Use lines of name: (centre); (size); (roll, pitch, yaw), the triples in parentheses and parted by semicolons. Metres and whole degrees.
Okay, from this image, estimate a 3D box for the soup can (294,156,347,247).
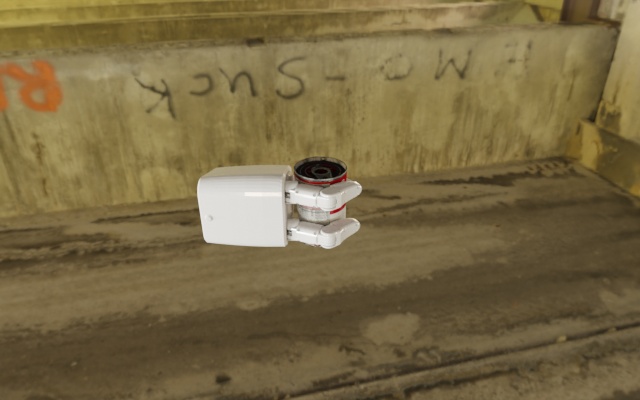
soup can: (0.001, 0.002, 0.630); (0.068, 0.102, 0.068); (0, 29, 0)
